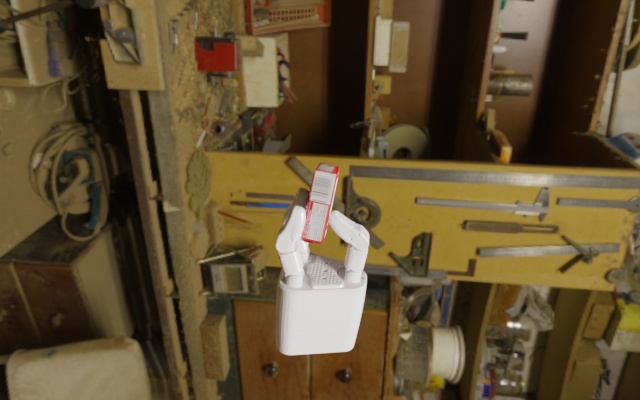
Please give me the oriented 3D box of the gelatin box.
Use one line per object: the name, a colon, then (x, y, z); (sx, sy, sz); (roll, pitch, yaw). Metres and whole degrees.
gelatin box: (0.001, 0.002, 0.590); (0.030, 0.089, 0.073); (12, 12, 3)
